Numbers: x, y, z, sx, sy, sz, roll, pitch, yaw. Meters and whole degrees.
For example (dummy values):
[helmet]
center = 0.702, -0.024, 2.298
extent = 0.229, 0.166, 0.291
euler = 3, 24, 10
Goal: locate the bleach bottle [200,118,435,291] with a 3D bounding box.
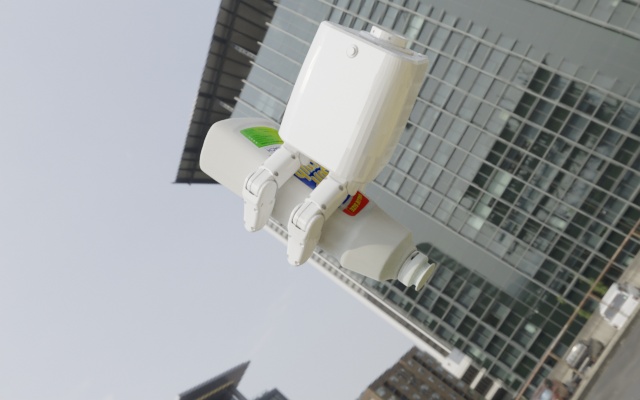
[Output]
[bleach bottle]
center = 0.000, 0.002, 0.467
extent = 0.250, 0.068, 0.102
euler = 34, 25, 25
